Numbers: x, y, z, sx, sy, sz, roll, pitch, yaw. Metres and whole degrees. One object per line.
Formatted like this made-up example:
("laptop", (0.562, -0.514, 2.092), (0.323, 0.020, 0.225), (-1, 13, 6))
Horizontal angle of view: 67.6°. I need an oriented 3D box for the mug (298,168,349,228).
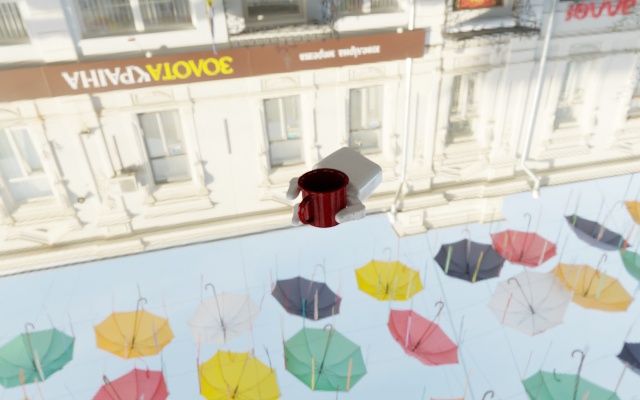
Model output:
("mug", (-0.001, 0.004, 0.871), (0.093, 0.081, 0.117), (18, 38, 30))
